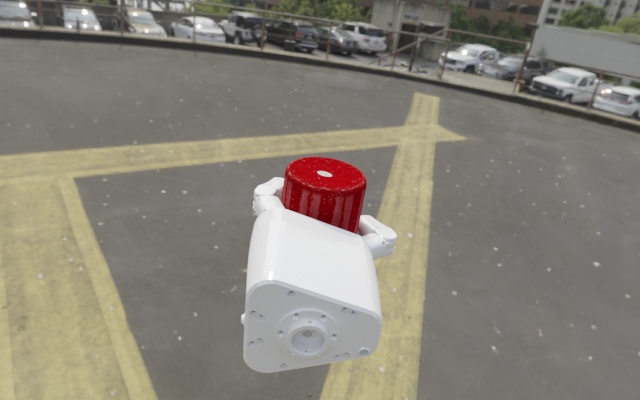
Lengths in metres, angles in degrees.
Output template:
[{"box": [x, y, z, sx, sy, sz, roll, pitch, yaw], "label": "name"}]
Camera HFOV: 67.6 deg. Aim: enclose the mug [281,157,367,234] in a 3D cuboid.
[{"box": [0.000, 0.001, 0.497, 0.093, 0.081, 0.117, 6, 27, -6], "label": "mug"}]
